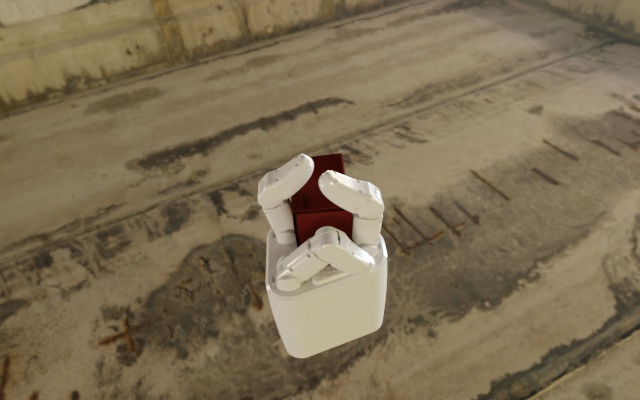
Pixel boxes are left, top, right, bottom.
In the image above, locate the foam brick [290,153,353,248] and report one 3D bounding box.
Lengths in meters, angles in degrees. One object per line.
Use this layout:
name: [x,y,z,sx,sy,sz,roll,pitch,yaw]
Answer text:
foam brick: [0.000,0.001,0.442,0.053,0.051,0.078,-6,42,1]
